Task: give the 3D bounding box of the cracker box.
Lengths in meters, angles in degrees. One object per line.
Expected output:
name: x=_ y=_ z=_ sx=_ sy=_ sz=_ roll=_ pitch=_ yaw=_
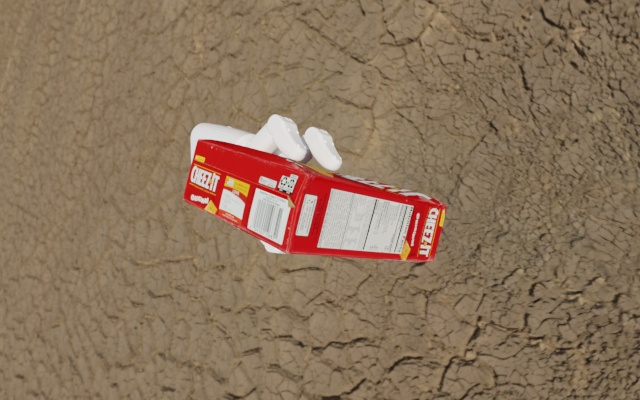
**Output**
cracker box: x=0.000 y=0.002 z=0.481 sx=0.214 sy=0.072 sz=0.164 roll=10 pitch=7 yaw=-46
